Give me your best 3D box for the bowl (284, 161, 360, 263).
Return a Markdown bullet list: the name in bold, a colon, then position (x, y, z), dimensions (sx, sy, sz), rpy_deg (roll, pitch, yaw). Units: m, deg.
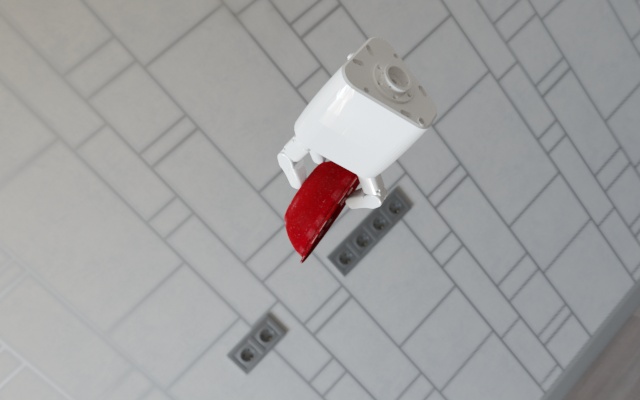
- **bowl**: position (-0.001, 0.003, 0.633), dimensions (0.055, 0.162, 0.162), rpy_deg (34, 4, 5)
